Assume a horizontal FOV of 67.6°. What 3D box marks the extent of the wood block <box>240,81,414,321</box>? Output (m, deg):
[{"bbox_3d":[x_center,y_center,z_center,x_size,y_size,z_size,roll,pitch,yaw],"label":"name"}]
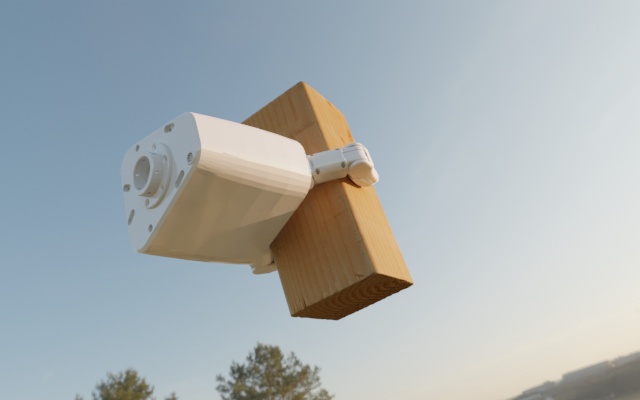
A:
[{"bbox_3d":[0.000,0.001,0.467,0.091,0.206,0.090,-30,-28,21],"label":"wood block"}]
